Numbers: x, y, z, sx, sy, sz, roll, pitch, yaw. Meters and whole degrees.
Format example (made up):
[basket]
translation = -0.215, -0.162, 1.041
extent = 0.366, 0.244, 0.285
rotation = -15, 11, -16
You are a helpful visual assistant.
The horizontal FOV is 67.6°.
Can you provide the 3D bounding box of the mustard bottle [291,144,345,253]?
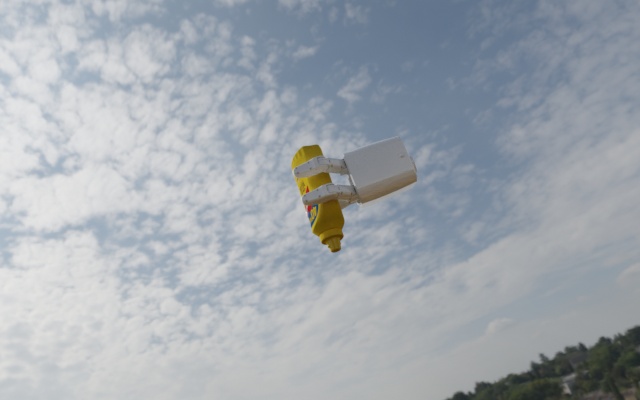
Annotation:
[mustard bottle]
translation = 0.000, 0.003, 0.845
extent = 0.058, 0.191, 0.096
rotation = -9, -27, -20
